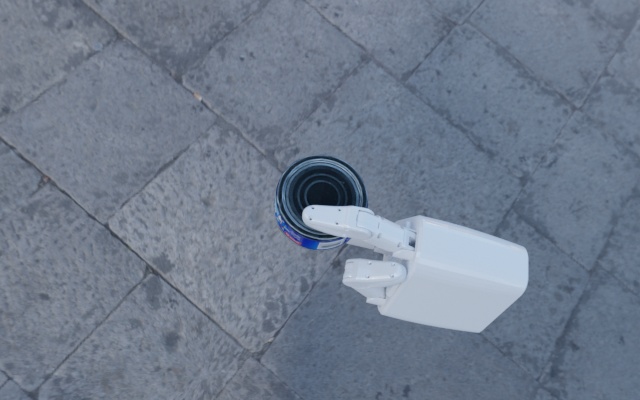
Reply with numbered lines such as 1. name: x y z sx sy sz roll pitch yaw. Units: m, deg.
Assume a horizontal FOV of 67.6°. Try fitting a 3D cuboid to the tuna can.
1. tuna can: 0.000 0.001 0.441 0.086 0.086 0.034 0 -21 -8
